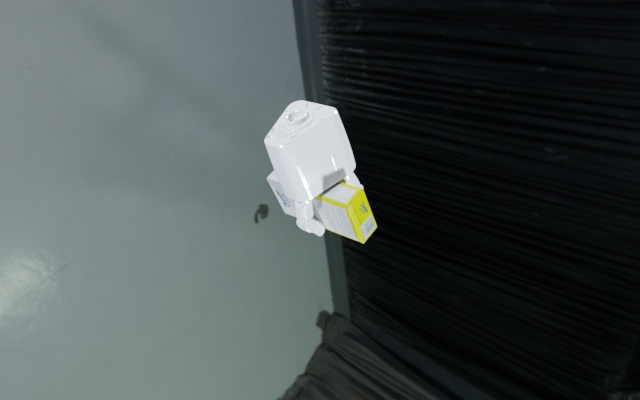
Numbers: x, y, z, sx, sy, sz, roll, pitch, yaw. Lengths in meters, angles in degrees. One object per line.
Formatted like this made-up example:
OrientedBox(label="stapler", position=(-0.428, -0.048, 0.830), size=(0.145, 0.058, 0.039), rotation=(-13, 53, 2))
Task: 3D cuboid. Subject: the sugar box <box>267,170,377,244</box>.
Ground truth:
OrientedBox(label="sugar box", position=(0.000, 0.002, 0.774), size=(0.176, 0.048, 0.093), rotation=(22, -30, 38))
